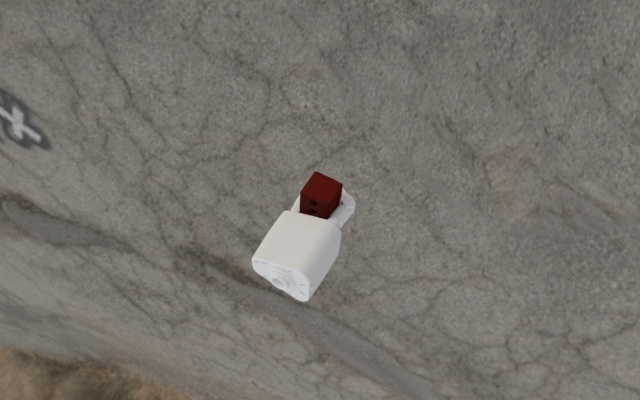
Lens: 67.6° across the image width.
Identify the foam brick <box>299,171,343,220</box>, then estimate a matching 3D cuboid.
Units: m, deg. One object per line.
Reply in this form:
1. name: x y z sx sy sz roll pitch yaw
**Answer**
1. foam brick: 0.000 0.002 0.784 0.053 0.051 0.078 24 -36 15
